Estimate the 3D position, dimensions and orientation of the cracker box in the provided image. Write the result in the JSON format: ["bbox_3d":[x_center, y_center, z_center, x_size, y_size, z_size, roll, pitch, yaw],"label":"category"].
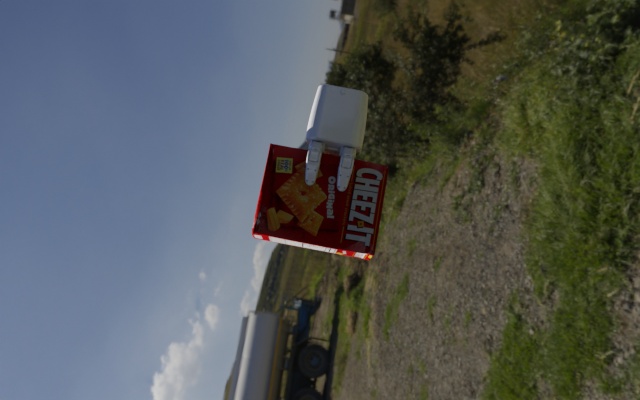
[{"bbox_3d":[0.000,0.003,0.837,0.214,0.164,0.072,11,-12,1],"label":"cracker box"}]
